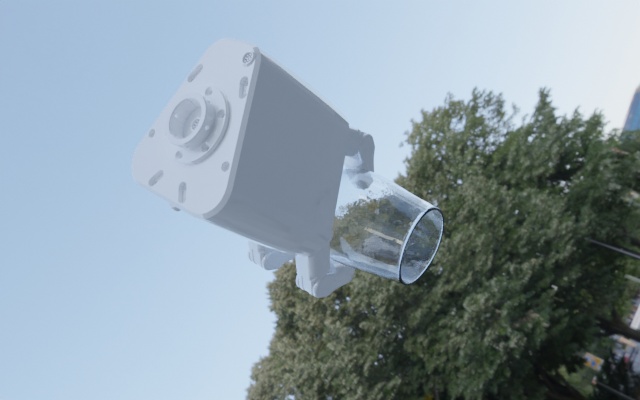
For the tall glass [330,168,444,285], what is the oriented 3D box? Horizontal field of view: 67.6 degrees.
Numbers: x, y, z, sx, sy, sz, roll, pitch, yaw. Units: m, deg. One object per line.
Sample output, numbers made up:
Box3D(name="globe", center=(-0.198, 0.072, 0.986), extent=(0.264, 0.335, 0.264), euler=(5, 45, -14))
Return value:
Box3D(name="tall glass", center=(0.000, 0.001, 0.406), extent=(0.201, 0.079, 0.079), euler=(24, 14, 34))
